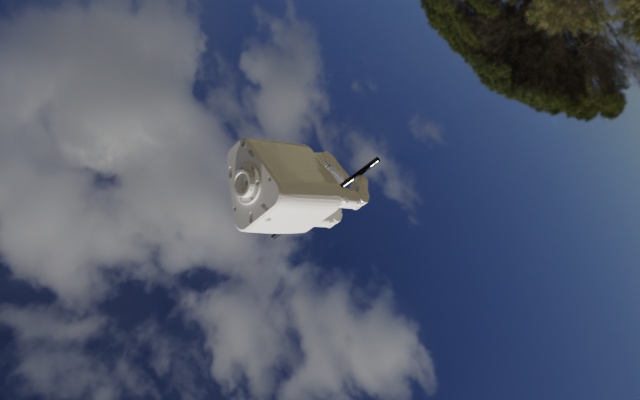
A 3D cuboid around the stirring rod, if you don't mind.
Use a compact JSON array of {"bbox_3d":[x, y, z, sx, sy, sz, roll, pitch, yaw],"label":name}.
[{"bbox_3d":[0.000,0.002,0.724,0.011,0.011,0.240,0,-29,-49],"label":"stirring rod"}]
